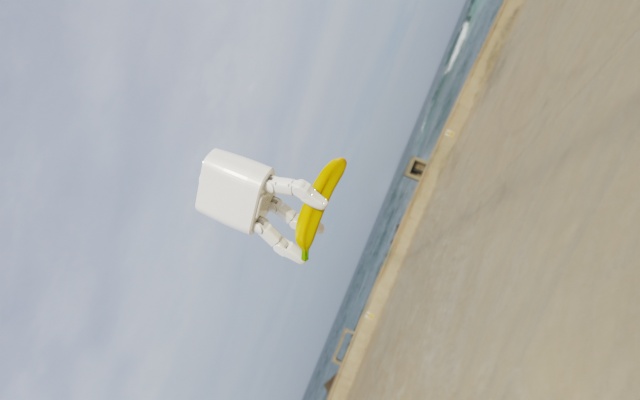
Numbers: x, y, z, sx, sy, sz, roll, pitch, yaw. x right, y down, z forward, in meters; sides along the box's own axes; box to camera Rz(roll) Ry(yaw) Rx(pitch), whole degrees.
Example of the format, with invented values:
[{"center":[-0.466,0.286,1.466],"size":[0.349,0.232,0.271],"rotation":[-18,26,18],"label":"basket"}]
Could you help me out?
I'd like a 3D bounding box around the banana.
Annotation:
[{"center":[-0.001,-0.002,0.788],"size":[0.037,0.197,0.070],"rotation":[21,-21,9],"label":"banana"}]
